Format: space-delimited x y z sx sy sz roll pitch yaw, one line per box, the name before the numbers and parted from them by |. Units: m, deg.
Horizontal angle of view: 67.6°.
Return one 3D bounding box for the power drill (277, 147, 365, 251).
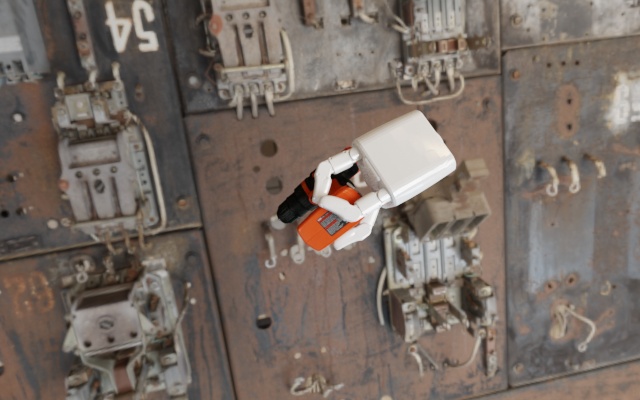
power drill | 0.000 0.003 0.762 0.184 0.057 0.187 -41 21 13
